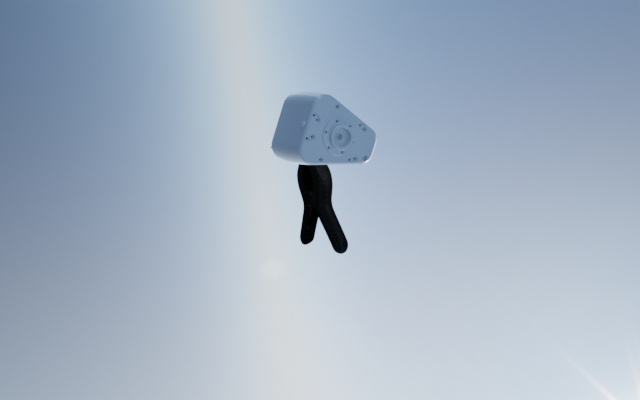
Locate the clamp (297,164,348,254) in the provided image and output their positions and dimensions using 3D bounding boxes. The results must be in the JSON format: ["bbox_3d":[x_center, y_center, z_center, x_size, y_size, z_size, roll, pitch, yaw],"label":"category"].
[{"bbox_3d":[0.001,0.002,0.748,0.039,0.171,0.120,-18,21,-36],"label":"clamp"}]
